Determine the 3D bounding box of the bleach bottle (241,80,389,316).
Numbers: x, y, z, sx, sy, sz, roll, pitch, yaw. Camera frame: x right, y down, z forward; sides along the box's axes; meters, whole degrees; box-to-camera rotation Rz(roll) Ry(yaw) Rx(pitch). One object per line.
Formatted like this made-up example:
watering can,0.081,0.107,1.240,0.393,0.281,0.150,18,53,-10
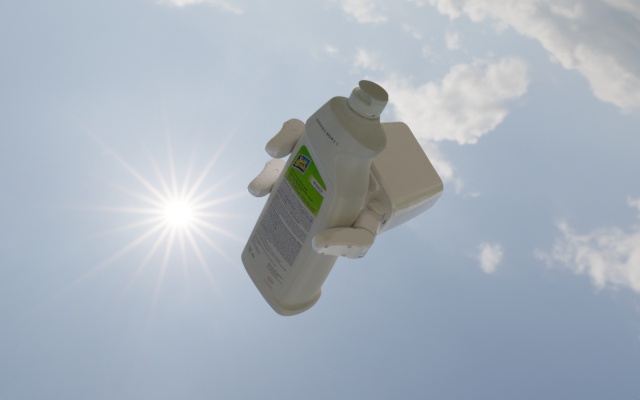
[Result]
bleach bottle,0.000,0.001,0.465,0.068,0.102,0.251,-16,-34,-43
